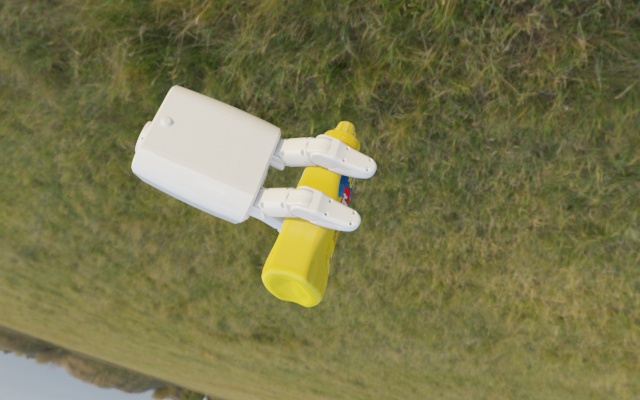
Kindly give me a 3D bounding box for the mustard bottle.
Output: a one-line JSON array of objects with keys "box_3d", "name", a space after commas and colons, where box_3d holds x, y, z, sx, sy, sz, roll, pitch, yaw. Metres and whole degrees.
[{"box_3d": [0.000, 0.002, 0.472, 0.058, 0.191, 0.096, 13, -26, 11], "name": "mustard bottle"}]
